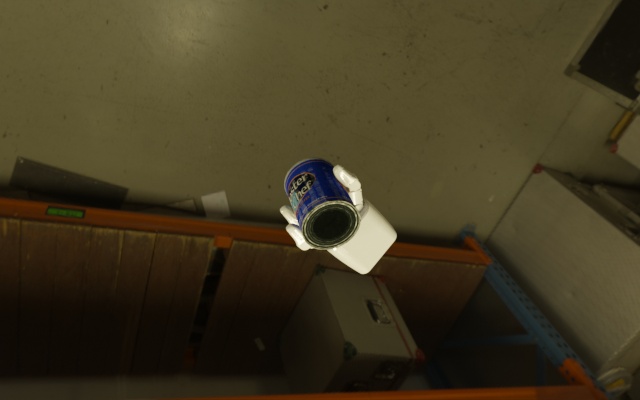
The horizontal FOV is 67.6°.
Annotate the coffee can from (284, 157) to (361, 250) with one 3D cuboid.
[{"bbox_3d":[0.000,0.003,0.839,0.103,0.103,0.140,0,35,-18],"label":"coffee can"}]
